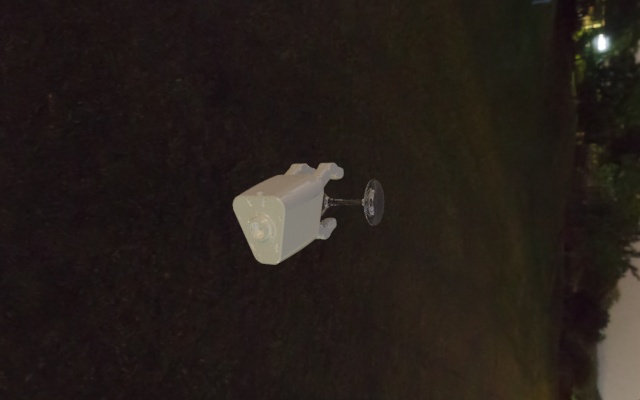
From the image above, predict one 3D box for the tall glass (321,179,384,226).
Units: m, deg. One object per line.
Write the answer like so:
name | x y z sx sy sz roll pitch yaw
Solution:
tall glass | 0.001 0.003 0.807 0.201 0.079 0.079 0 0 30
